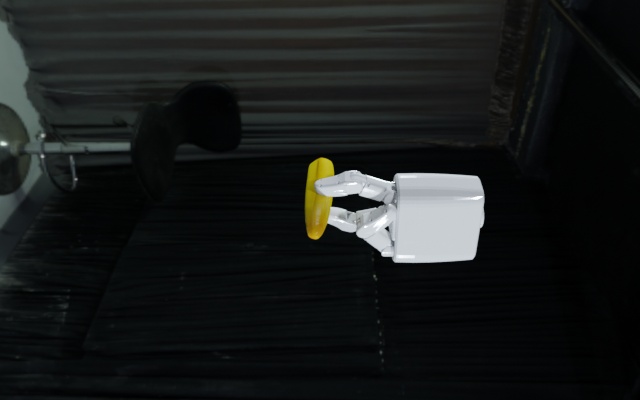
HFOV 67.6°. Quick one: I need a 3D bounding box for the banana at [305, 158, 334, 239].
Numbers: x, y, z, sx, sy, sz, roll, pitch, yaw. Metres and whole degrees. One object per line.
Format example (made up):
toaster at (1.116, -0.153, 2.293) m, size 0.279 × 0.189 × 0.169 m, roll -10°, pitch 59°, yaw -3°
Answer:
banana at (0.000, -0.017, 0.659) m, size 0.037 × 0.070 × 0.197 m, roll 0°, pitch 20°, yaw 2°
